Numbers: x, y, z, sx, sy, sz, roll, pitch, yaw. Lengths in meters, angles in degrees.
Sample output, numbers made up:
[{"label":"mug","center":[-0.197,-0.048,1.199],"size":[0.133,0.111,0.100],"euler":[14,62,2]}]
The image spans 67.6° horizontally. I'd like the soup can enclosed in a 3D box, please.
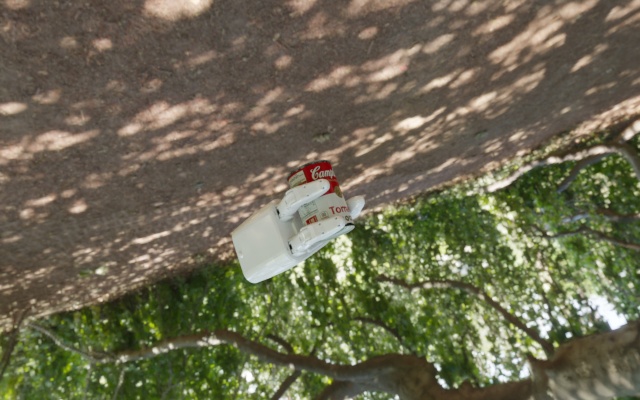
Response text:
[{"label":"soup can","center":[0.001,0.002,0.680],"size":[0.068,0.102,0.068],"euler":[-20,-15,-5]}]
